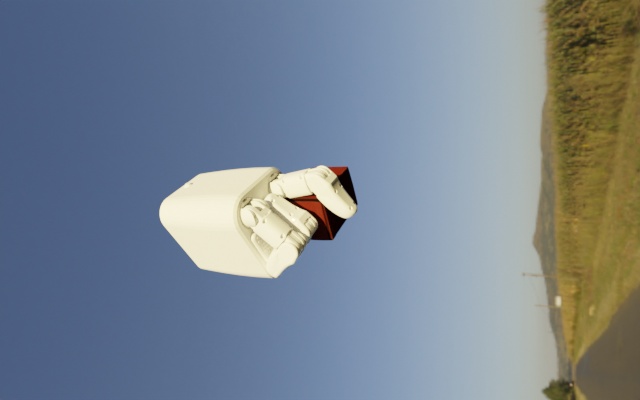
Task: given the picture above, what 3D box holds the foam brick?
[{"bbox_3d":[0.000,0.002,0.531,0.051,0.053,0.078,0,29,28],"label":"foam brick"}]
